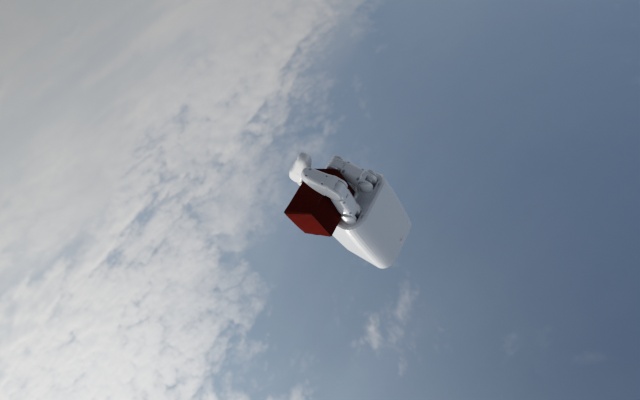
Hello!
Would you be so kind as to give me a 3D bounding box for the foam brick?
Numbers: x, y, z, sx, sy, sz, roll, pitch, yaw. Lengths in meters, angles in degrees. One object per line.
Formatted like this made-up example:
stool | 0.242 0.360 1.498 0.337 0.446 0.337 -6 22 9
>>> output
foam brick | 0.000 0.002 0.638 0.053 0.078 0.051 4 -35 43
